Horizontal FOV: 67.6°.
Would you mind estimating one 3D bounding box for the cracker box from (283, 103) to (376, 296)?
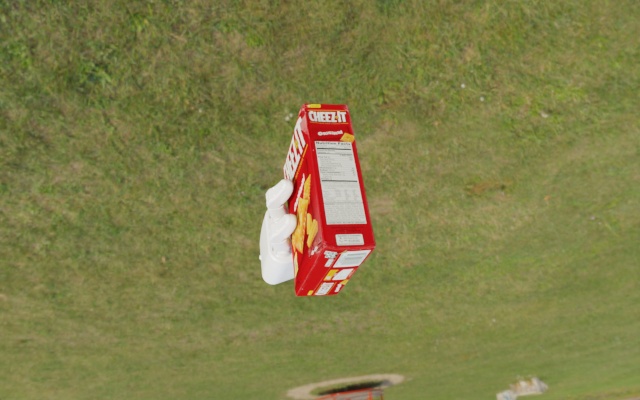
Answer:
[{"bbox_3d":[0.000,0.002,0.650,0.072,0.213,0.164,0,-30,-16],"label":"cracker box"}]
